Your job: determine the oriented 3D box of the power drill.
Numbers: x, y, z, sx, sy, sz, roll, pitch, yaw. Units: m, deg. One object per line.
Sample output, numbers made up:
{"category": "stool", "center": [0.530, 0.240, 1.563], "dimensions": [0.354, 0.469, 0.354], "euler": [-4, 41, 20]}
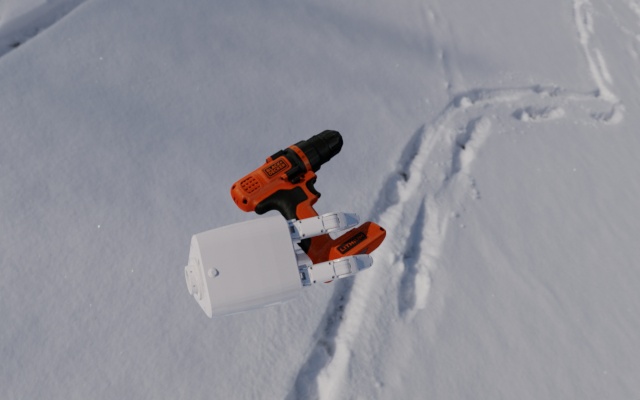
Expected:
{"category": "power drill", "center": [0.000, 0.003, 0.646], "dimensions": [0.184, 0.187, 0.057], "euler": [-34, -21, -20]}
